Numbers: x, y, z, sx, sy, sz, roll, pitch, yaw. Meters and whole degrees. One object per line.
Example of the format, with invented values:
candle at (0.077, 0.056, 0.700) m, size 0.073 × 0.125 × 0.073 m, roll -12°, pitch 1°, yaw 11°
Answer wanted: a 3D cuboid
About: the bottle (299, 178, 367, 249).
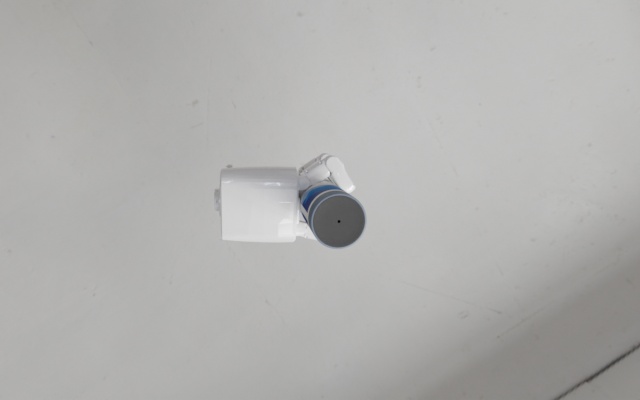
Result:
bottle at (0.000, 0.002, 0.696) m, size 0.069 × 0.069 × 0.295 m, roll 0°, pitch 9°, yaw -8°
